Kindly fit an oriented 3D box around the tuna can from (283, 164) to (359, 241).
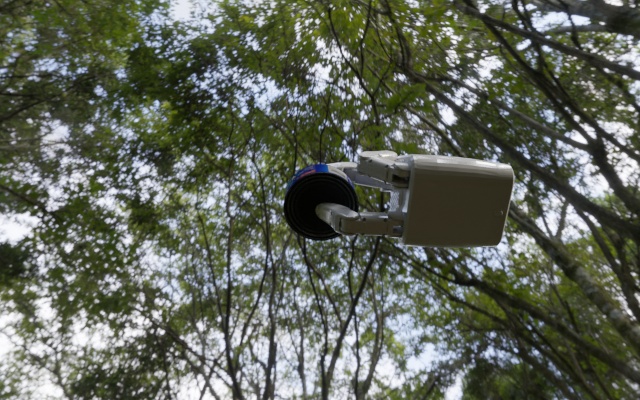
[{"bbox_3d":[0.000,0.002,0.555,0.086,0.086,0.033,0,24,-3],"label":"tuna can"}]
